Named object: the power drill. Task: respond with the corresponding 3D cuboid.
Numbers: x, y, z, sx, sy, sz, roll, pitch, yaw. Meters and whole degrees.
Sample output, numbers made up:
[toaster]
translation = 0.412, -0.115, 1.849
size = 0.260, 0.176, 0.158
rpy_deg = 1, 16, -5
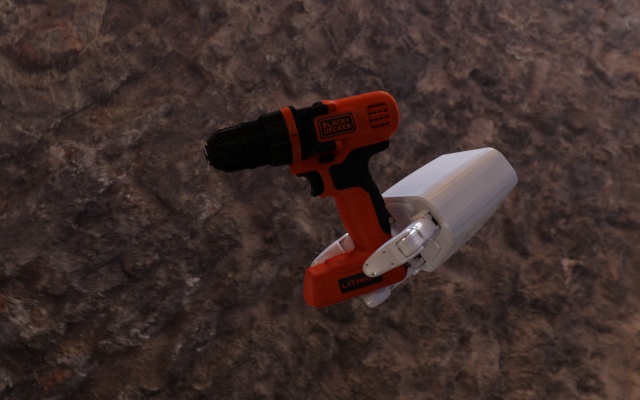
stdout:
[power drill]
translation = 0.000, 0.002, 0.454
size = 0.184, 0.188, 0.057
rpy_deg = -15, 11, -9
